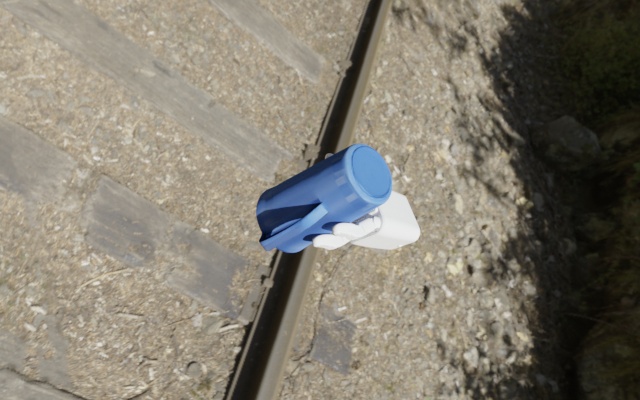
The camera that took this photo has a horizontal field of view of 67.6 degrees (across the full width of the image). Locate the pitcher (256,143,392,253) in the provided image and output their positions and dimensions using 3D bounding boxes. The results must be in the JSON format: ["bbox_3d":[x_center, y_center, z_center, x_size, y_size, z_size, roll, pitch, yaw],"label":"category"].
[{"bbox_3d":[0.000,0.003,0.833,0.145,0.149,0.243,15,-30,-38],"label":"pitcher"}]
